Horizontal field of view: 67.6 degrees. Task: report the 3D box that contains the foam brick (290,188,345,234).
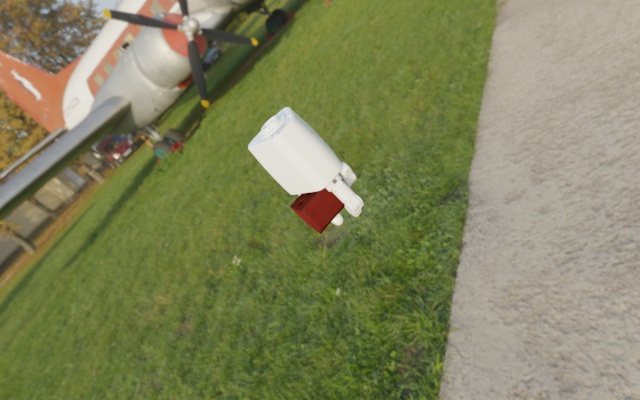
[{"bbox_3d":[0.000,0.003,0.752,0.051,0.078,0.053,45,-9,-23],"label":"foam brick"}]
